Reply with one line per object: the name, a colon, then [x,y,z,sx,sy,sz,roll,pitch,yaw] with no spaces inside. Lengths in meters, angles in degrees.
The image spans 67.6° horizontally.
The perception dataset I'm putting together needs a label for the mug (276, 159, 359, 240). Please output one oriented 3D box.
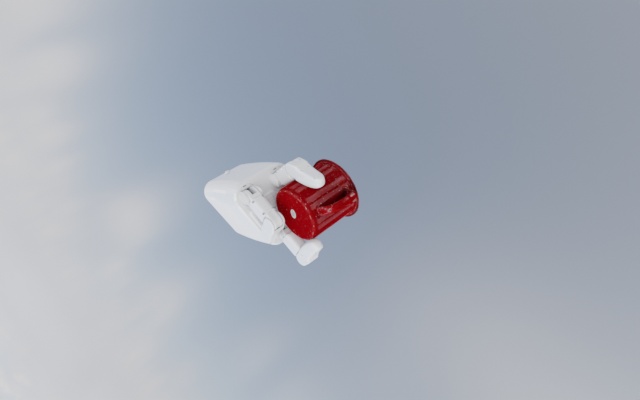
mug: [0.001,0.002,0.654,0.081,0.093,0.117,-34,23,-31]
